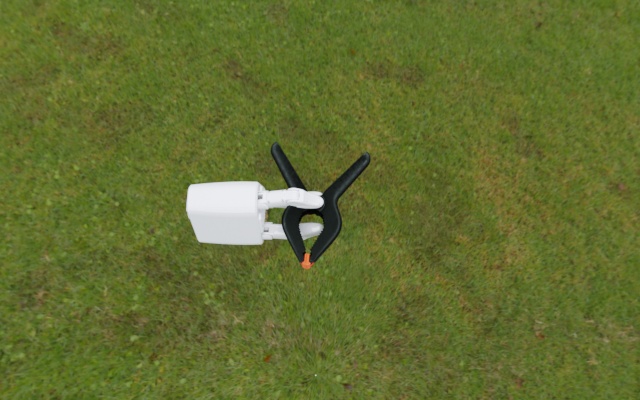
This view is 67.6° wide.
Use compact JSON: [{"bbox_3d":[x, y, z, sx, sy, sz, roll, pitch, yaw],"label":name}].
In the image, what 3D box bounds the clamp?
[{"bbox_3d":[0.000,0.003,0.757,0.164,0.210,0.036,0,-20,0],"label":"clamp"}]
